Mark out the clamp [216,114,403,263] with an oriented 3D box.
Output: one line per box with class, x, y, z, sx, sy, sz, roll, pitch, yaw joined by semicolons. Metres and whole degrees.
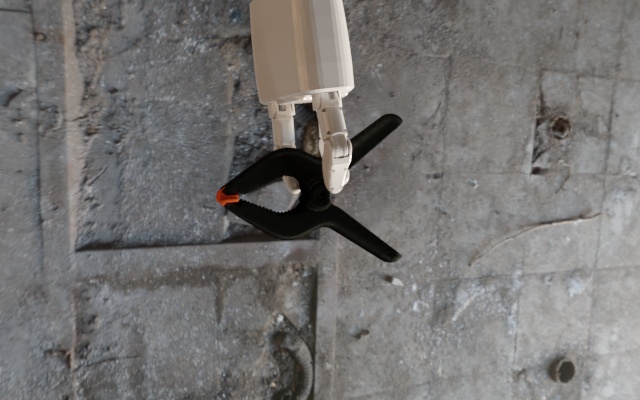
clamp;0.000;0.002;0.501;0.210;0.164;0.036;-10;8;-19
